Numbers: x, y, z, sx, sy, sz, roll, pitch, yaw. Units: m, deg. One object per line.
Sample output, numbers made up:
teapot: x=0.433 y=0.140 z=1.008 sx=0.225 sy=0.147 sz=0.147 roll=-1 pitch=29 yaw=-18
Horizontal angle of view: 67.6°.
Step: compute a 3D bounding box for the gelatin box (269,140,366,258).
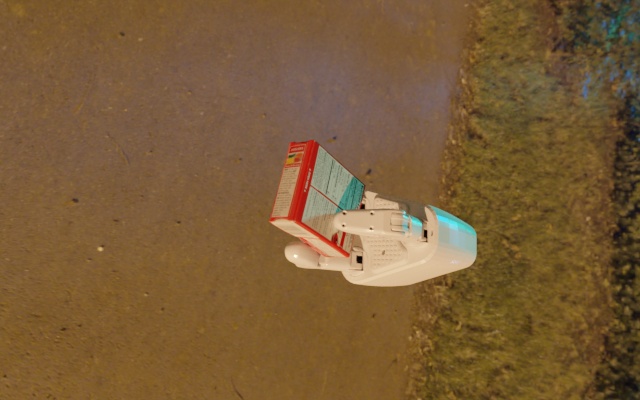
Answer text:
gelatin box: x=0.000 y=0.001 z=0.412 sx=0.030 sy=0.073 sz=0.089 roll=-2 pitch=-26 yaw=36
